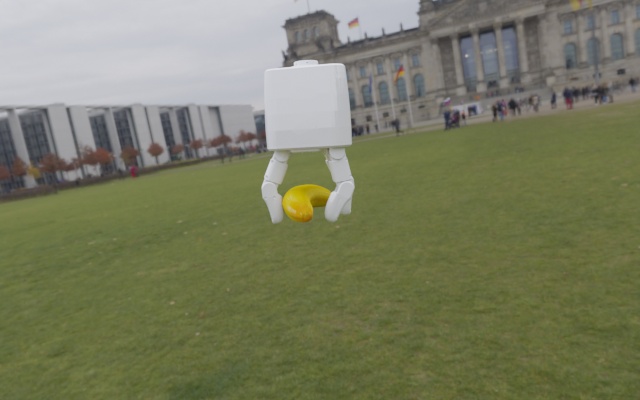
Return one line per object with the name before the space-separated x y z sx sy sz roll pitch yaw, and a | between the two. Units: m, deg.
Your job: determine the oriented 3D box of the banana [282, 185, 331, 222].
banana | -0.017 0.000 0.677 0.069 0.037 0.198 6 9 17
